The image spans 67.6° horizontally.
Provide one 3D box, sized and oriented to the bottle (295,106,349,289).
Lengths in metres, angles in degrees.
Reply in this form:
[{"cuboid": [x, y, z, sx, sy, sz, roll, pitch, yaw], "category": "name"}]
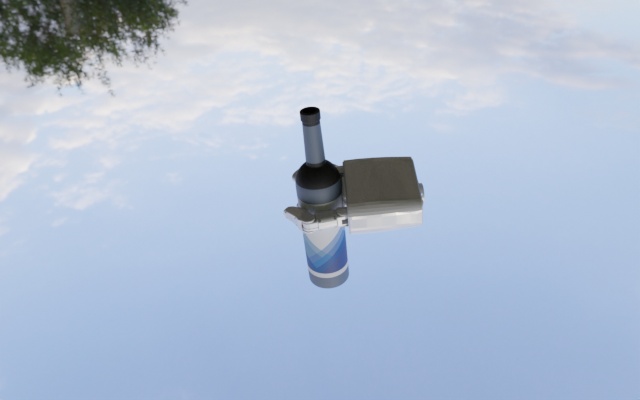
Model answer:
[{"cuboid": [0.000, 0.003, 0.710, 0.069, 0.296, 0.069, -5, 34, 3], "category": "bottle"}]
